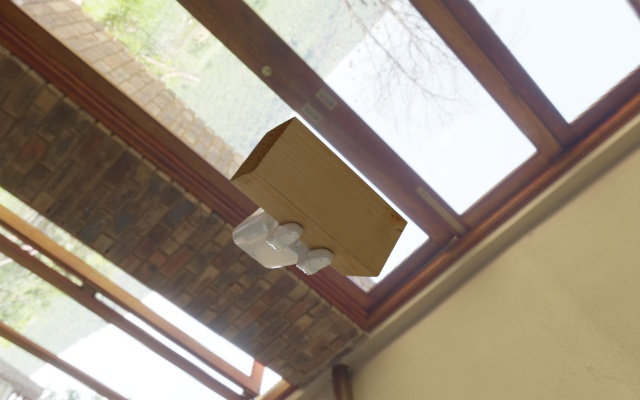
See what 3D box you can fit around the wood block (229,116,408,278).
[{"bbox_3d":[0.000,0.002,0.614,0.206,0.090,0.090,41,-24,-19],"label":"wood block"}]
